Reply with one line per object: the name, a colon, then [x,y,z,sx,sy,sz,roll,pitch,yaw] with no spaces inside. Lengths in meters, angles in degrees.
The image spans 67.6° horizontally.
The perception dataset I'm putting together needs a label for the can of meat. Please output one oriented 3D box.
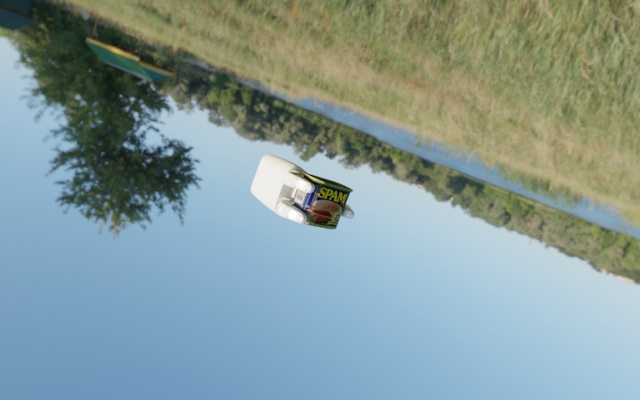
can of meat: [0.000,0.003,0.880,0.102,0.084,0.057,14,10,-42]
